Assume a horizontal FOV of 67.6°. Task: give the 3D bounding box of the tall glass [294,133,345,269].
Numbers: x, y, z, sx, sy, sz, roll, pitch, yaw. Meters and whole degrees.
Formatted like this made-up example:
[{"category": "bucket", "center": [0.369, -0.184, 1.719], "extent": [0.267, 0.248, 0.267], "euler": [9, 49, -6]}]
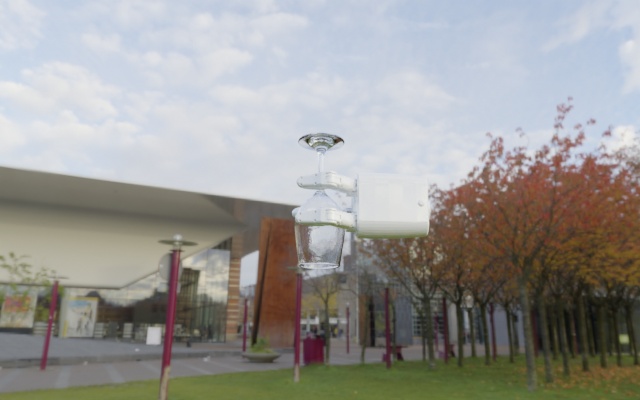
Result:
[{"category": "tall glass", "center": [0.000, 0.002, 0.737], "extent": [0.079, 0.201, 0.079], "euler": [1, -15, 0]}]
